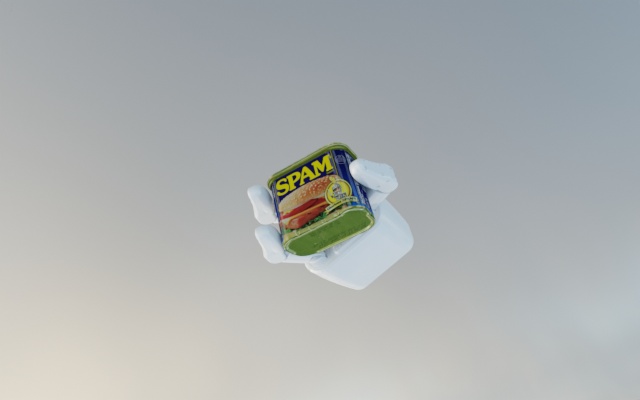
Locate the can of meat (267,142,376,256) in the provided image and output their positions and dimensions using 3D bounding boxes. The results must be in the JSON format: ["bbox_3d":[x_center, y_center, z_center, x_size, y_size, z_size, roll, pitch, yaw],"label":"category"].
[{"bbox_3d":[0.000,0.002,0.503,0.102,0.084,0.057,-27,-34,18],"label":"can of meat"}]
